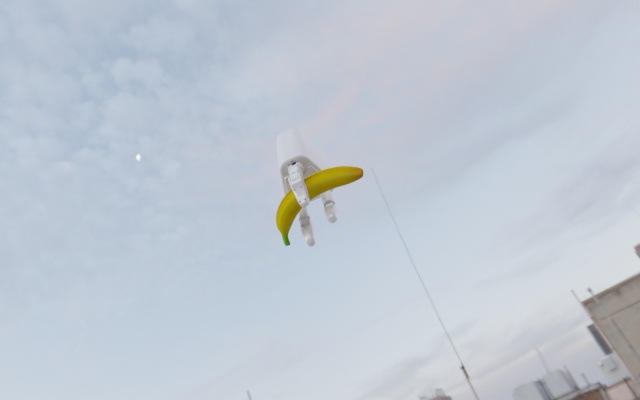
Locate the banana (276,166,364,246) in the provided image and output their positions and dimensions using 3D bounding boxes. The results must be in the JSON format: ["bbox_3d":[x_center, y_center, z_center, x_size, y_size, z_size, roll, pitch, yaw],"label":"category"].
[{"bbox_3d":[-0.016,-0.007,0.832,0.070,0.198,0.037,41,20,-17],"label":"banana"}]
